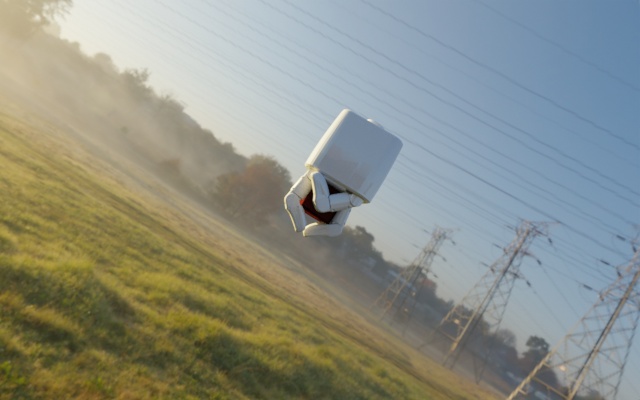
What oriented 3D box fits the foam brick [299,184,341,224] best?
[{"bbox_3d":[0.000,0.002,0.754,0.053,0.051,0.078,33,-6,-7],"label":"foam brick"}]
